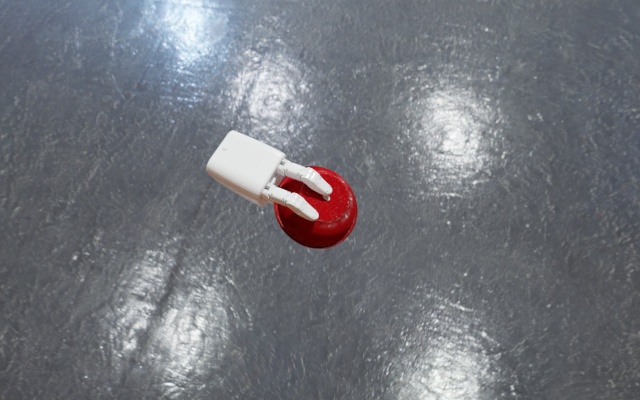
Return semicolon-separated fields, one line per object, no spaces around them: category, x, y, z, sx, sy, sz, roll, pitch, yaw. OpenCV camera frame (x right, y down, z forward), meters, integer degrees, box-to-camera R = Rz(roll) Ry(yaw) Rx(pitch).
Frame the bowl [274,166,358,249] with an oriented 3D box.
bowl;0.002;0.003;0.858;0.162;0.162;0.055;0;-19;-18
